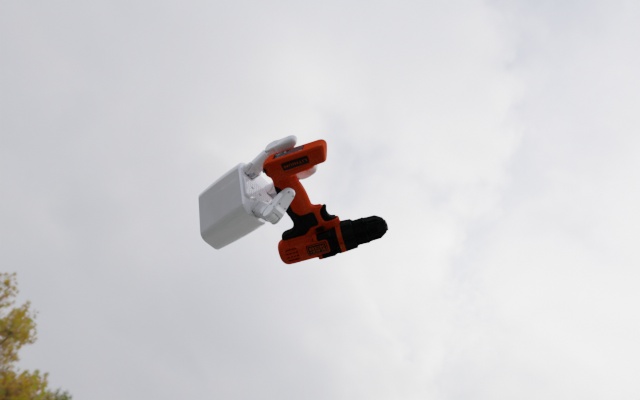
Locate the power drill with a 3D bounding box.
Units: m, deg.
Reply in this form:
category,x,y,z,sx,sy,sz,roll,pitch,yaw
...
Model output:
category,x,y,z,sx,sy,sz,roll,pitch,yaw
power drill,0.000,0.002,0.760,0.184,0.188,0.057,-17,16,5
